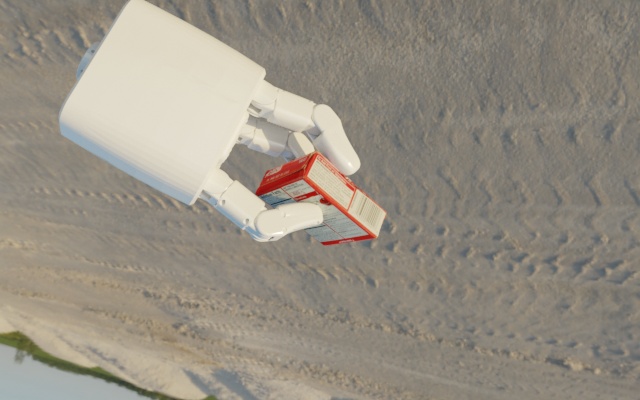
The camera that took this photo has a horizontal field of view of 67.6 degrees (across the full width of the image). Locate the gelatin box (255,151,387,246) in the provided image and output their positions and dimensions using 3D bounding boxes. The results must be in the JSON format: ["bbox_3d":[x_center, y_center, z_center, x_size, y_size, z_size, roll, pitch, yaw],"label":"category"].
[{"bbox_3d":[0.000,0.002,0.409,0.089,0.030,0.073,39,-31,-24],"label":"gelatin box"}]
